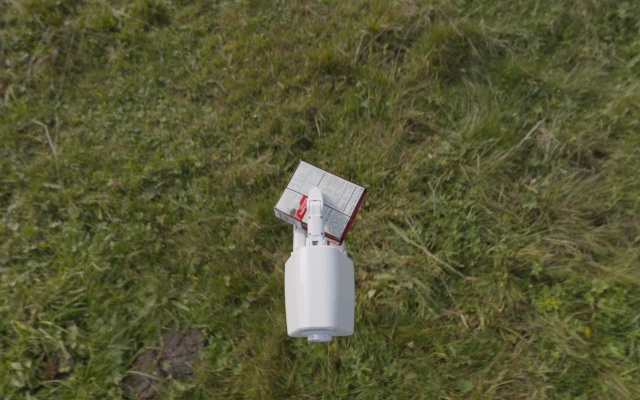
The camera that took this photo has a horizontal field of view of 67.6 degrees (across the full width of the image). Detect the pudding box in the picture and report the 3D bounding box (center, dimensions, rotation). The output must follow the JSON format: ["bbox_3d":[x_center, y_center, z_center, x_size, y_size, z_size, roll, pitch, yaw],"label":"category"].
[{"bbox_3d":[0.000,0.002,0.705,0.113,0.090,0.039,25,-17,10],"label":"pudding box"}]
